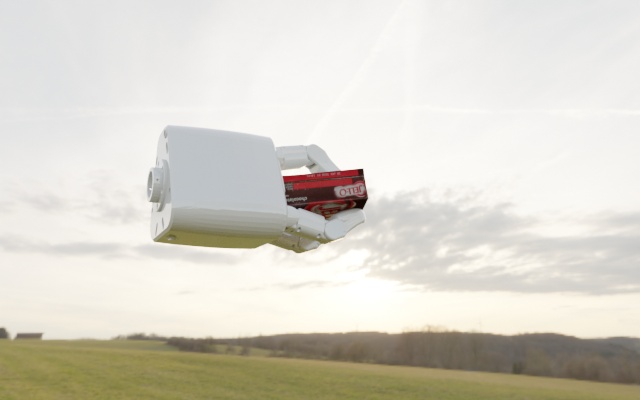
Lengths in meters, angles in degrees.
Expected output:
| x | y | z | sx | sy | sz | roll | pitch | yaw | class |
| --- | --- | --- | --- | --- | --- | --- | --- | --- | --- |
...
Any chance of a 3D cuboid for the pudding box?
| x | y | z | sx | sy | sz | roll | pitch | yaw | class |
| --- | --- | --- | --- | --- | --- | --- | --- | --- | --- |
| 0.000 | 0.002 | 0.525 | 0.090 | 0.039 | 0.113 | -5 | -14 | -3 | pudding box |
